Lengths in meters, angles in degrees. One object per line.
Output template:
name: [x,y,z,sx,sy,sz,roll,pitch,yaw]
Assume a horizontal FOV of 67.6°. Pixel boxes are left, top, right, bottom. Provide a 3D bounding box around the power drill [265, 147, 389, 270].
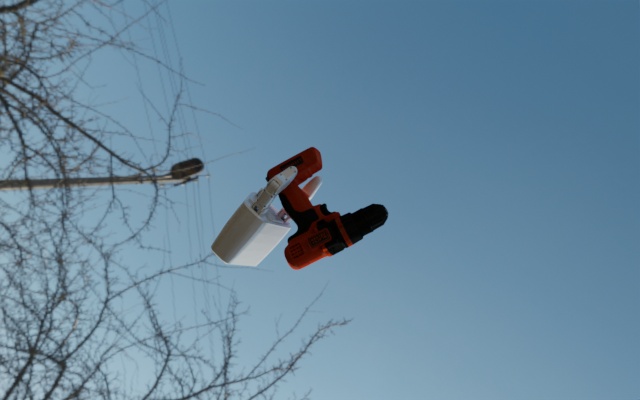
power drill: [0.000,0.002,0.811,0.184,0.187,0.057,-27,-28,3]
